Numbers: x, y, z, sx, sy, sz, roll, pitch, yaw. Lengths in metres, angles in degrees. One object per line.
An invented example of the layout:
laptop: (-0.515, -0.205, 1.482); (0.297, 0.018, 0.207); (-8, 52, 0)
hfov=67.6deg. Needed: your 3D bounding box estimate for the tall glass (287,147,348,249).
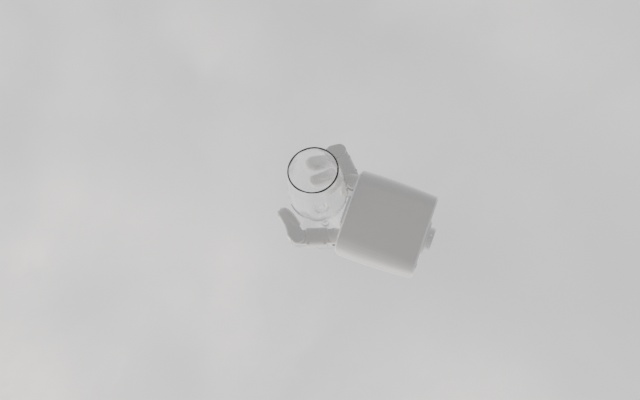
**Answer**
tall glass: (0.000, 0.002, 0.653); (0.079, 0.079, 0.201); (0, -23, 6)
